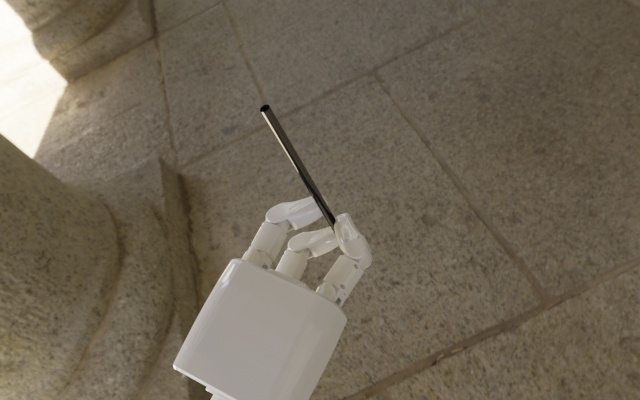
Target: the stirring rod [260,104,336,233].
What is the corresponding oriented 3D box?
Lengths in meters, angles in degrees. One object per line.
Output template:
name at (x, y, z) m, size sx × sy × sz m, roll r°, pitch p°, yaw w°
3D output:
stirring rod at (0.000, 0.002, 0.441) m, size 0.011 × 0.011 × 0.240 m, roll 0°, pitch -35°, yaw 25°
